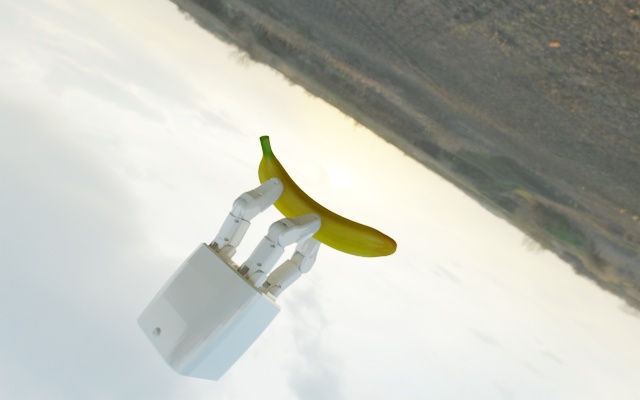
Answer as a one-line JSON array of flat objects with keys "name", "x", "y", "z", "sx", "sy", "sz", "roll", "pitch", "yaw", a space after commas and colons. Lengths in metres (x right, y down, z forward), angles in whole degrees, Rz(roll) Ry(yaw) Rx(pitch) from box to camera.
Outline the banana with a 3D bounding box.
[{"name": "banana", "x": -0.006, "y": 0.011, "z": 0.526, "sx": 0.037, "sy": 0.197, "sz": 0.070, "roll": -40, "pitch": -20, "yaw": -34}]
